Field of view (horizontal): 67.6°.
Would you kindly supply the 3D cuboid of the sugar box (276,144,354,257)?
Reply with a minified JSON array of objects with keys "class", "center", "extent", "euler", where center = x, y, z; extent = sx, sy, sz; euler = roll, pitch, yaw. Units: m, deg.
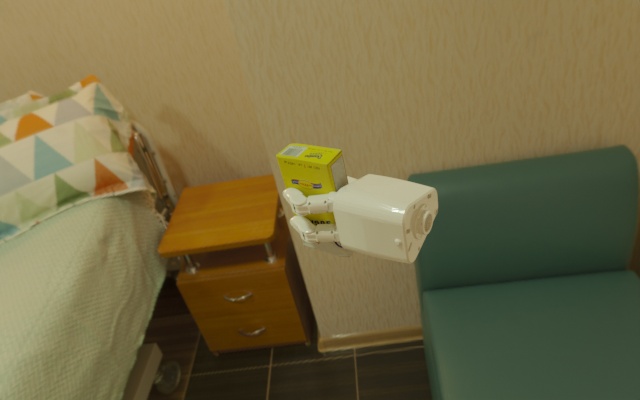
[{"class":"sugar box","center":[0.000,0.003,0.717],"extent":[0.093,0.176,0.048],"euler":[13,41,34]}]
